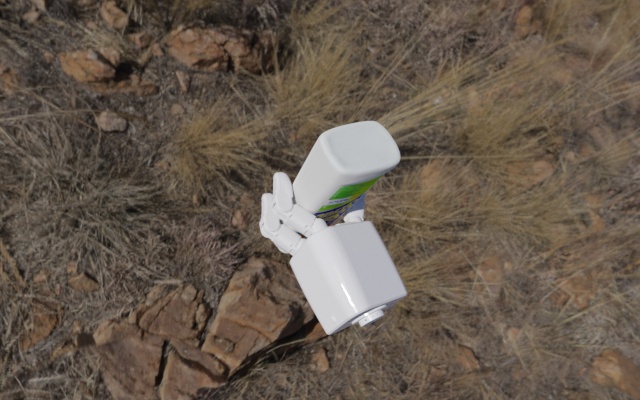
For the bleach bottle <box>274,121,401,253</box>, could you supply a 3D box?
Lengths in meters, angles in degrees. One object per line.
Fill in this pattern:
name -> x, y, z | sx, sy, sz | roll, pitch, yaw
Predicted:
bleach bottle -> 0.000, 0.002, 0.630 | 0.102, 0.068, 0.251 | -16, -22, -32
